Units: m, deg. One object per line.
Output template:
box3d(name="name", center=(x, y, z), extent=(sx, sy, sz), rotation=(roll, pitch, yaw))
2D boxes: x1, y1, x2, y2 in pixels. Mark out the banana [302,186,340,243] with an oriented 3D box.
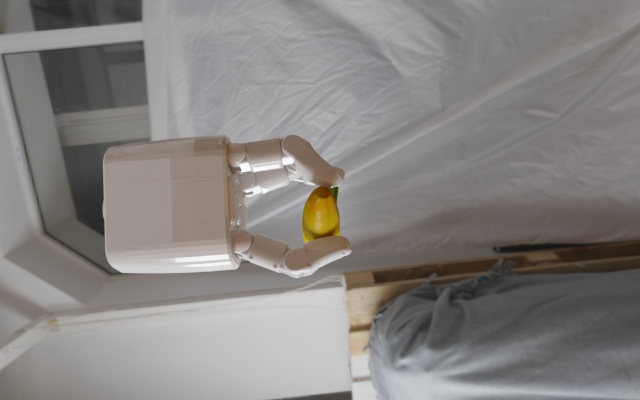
box3d(name="banana", center=(0.001, 0.020, 0.479), extent=(0.037, 0.069, 0.198), rotation=(-2, 2, 2))
